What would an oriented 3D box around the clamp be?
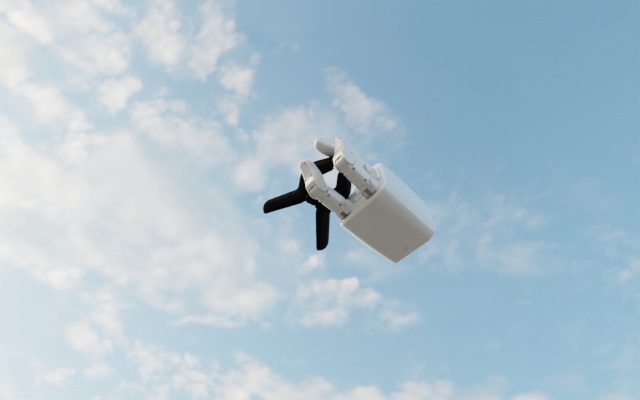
[{"bbox_3d":[0.000,0.002,0.731,0.171,0.120,0.039,-42,15,35],"label":"clamp"}]
